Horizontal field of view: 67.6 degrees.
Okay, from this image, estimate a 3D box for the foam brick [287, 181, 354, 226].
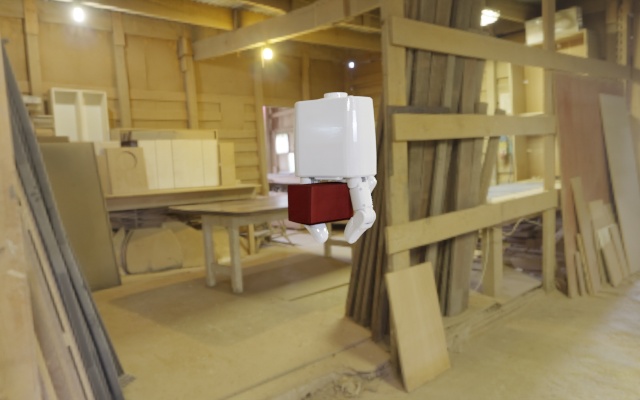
[{"bbox_3d":[0.000,0.002,0.652,0.078,0.051,0.053,-7,9,-40],"label":"foam brick"}]
